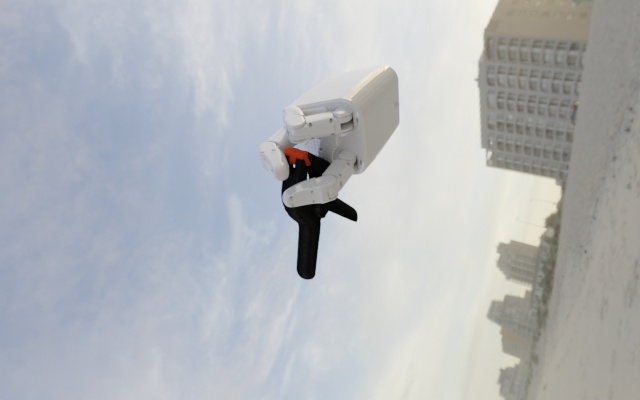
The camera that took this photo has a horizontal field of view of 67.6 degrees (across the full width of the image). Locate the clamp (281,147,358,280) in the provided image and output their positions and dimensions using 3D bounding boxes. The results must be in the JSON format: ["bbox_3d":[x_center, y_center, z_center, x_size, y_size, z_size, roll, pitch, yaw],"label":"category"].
[{"bbox_3d":[-0.001,0.002,0.580,0.039,0.172,0.120,15,43,28],"label":"clamp"}]
